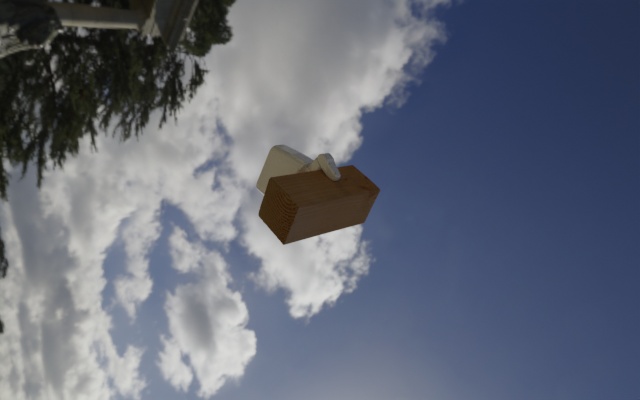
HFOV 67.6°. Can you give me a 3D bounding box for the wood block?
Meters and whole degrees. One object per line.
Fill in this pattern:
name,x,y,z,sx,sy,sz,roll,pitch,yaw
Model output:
wood block,0.000,0.002,0.897,0.206,0.091,0.090,-12,46,-41
